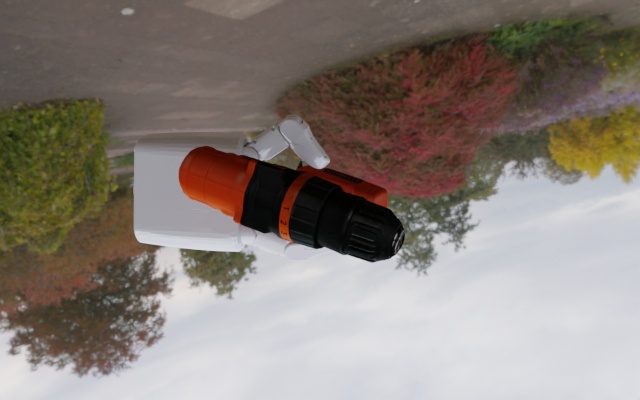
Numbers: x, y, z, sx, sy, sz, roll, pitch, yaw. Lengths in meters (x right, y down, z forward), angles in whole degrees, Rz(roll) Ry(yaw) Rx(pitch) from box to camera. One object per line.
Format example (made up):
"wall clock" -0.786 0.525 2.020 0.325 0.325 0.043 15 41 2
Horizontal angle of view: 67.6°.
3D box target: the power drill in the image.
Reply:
"power drill" 0.000 0.001 0.418 0.184 0.057 0.187 20 6 21
